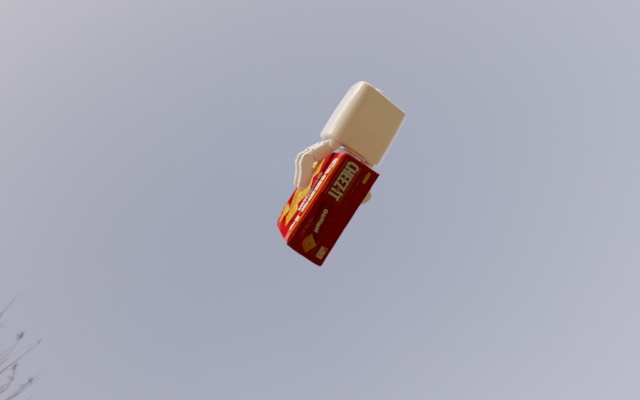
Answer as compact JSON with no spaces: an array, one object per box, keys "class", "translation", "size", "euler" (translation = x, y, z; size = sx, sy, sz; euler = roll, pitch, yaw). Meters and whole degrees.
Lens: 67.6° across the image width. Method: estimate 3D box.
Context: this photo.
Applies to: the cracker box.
[{"class":"cracker box","translation":[0.000,0.003,0.795],"size":[0.072,0.164,0.213],"euler":[32,-1,-10]}]
